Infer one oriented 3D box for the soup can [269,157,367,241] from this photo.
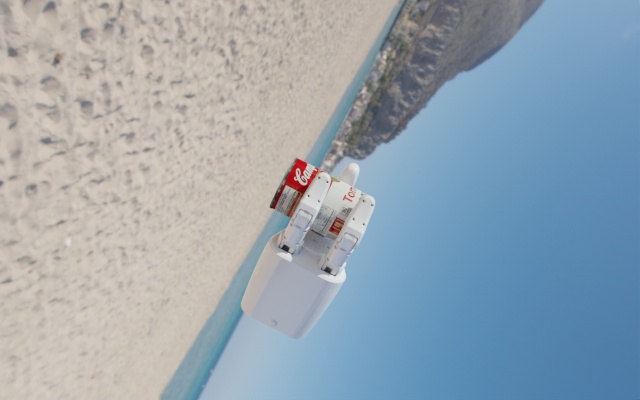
[{"bbox_3d":[0.001,0.002,0.562,0.102,0.068,0.068,28,-1,-2],"label":"soup can"}]
